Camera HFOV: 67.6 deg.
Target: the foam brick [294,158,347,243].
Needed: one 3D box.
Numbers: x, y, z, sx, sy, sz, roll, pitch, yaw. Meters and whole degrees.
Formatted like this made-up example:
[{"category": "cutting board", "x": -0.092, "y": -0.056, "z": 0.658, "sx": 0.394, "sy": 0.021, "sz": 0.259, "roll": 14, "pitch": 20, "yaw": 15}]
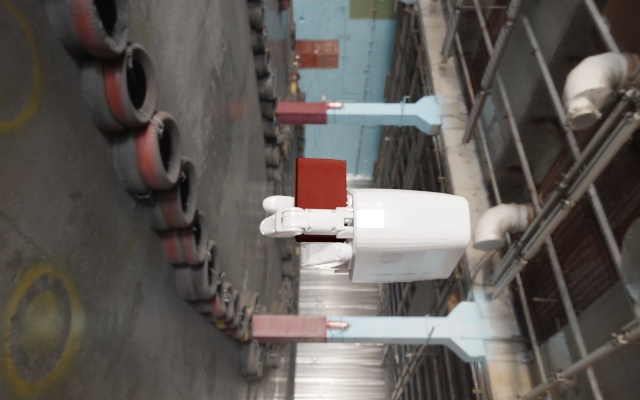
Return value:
[{"category": "foam brick", "x": 0.000, "y": 0.001, "z": 0.483, "sx": 0.051, "sy": 0.078, "sz": 0.053, "roll": 0, "pitch": -13, "yaw": 0}]
